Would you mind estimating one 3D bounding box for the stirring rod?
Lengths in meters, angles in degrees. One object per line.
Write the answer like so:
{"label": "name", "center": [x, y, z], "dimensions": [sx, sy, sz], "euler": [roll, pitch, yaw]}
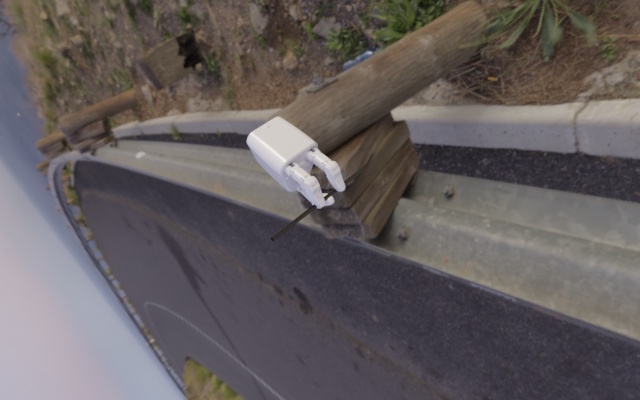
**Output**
{"label": "stirring rod", "center": [0.000, 0.003, 0.893], "dimensions": [0.239, 0.011, 0.011], "euler": [-38, 19, -27]}
